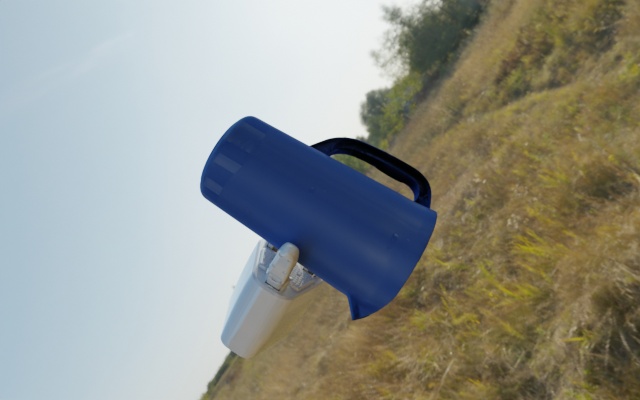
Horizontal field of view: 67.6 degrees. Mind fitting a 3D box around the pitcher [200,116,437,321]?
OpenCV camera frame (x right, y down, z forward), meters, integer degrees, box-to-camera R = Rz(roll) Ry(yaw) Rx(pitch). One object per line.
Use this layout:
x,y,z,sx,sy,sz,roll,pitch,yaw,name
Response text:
0.000,0.002,0.534,0.243,0.145,0.149,32,24,3,pitcher
